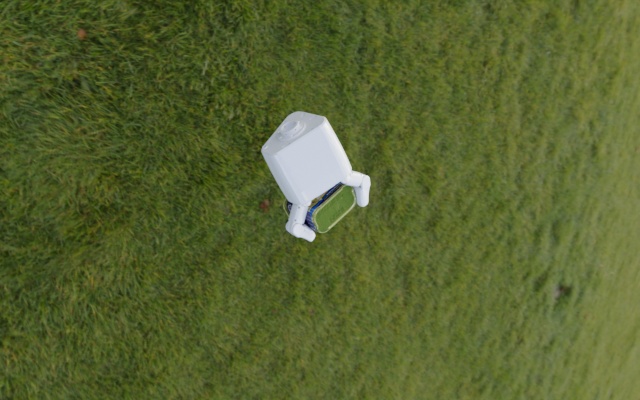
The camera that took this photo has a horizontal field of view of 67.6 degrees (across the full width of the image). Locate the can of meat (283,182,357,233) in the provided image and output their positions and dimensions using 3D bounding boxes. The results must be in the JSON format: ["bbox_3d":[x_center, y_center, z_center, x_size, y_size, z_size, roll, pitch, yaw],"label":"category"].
[{"bbox_3d":[0.000,0.003,0.835,0.102,0.057,0.084,-42,38,-21],"label":"can of meat"}]
